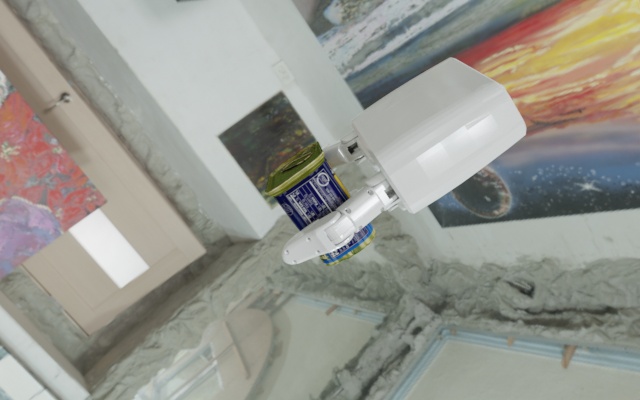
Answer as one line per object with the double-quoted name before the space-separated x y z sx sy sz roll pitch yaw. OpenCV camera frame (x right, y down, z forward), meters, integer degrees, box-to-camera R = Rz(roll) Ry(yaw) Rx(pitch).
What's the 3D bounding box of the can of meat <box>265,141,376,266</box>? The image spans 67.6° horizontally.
"can of meat" 0.000 0.002 0.423 0.057 0.084 0.102 -35 13 5
